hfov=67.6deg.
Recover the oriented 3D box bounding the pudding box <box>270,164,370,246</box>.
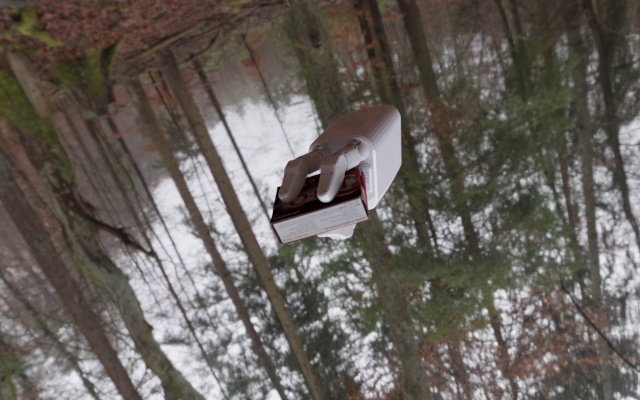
[{"bbox_3d":[0.000,0.002,0.575,0.113,0.039,0.090,-19,27,11],"label":"pudding box"}]
